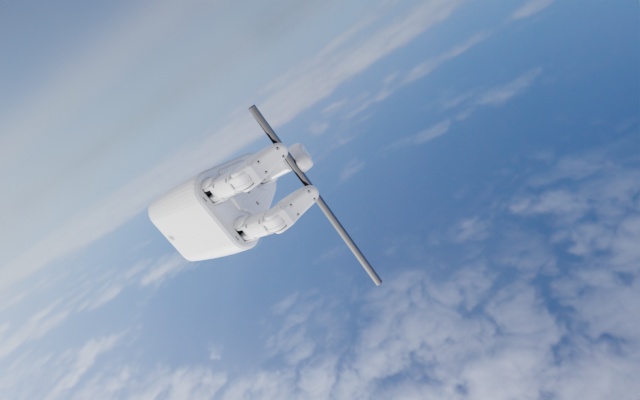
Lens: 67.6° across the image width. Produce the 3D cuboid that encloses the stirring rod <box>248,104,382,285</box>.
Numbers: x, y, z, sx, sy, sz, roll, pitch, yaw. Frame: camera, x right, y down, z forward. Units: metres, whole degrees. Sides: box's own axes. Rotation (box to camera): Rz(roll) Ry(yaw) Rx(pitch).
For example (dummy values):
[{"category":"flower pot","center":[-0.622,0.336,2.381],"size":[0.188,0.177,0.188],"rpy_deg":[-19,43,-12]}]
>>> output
[{"category":"stirring rod","center":[0.000,0.002,0.500],"size":[0.011,0.239,0.011],"rpy_deg":[-31,20,13]}]
